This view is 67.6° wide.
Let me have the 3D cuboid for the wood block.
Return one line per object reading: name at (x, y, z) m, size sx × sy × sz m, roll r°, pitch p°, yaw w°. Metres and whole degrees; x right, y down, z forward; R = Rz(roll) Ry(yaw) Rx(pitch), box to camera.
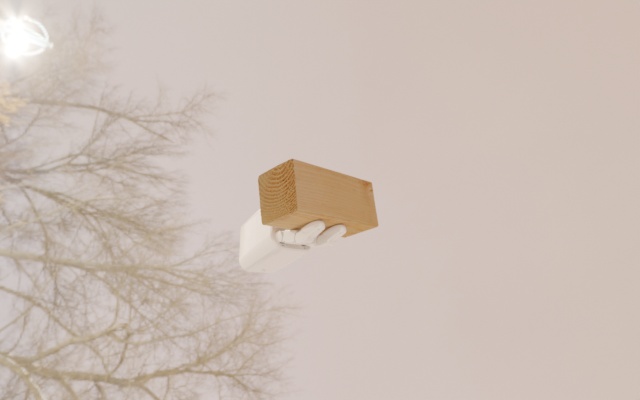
wood block at (0.000, 0.003, 0.842) m, size 0.090 × 0.090 × 0.206 m, roll -23°, pitch -24°, yaw 39°
